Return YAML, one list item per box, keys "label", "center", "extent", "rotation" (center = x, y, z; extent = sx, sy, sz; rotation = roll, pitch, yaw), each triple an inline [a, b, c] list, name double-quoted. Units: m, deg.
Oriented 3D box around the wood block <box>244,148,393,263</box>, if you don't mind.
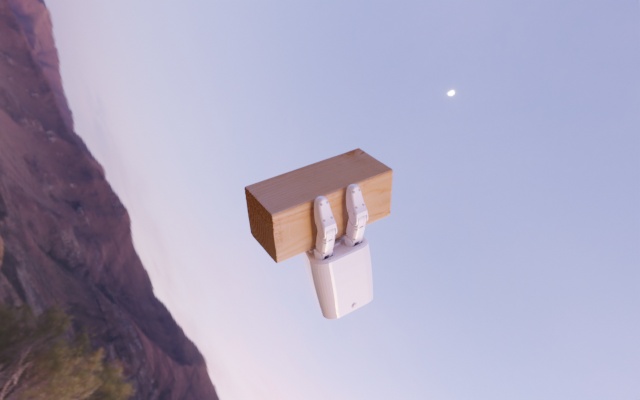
- label: "wood block"
  center: [0.000, 0.003, 0.729]
  extent: [0.206, 0.090, 0.090]
  rotation: [-21, 38, -26]
